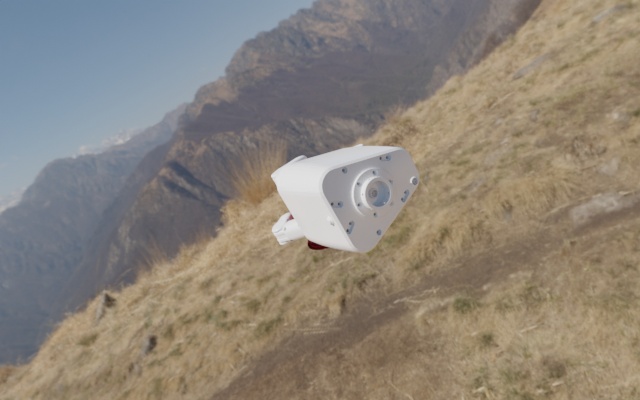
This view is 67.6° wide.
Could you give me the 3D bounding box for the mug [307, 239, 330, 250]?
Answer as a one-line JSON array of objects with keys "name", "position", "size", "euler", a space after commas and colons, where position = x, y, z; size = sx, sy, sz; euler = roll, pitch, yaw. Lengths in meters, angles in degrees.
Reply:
[{"name": "mug", "position": [-0.001, 0.002, 0.611], "size": [0.093, 0.081, 0.117], "euler": [-36, 18, -21]}]
